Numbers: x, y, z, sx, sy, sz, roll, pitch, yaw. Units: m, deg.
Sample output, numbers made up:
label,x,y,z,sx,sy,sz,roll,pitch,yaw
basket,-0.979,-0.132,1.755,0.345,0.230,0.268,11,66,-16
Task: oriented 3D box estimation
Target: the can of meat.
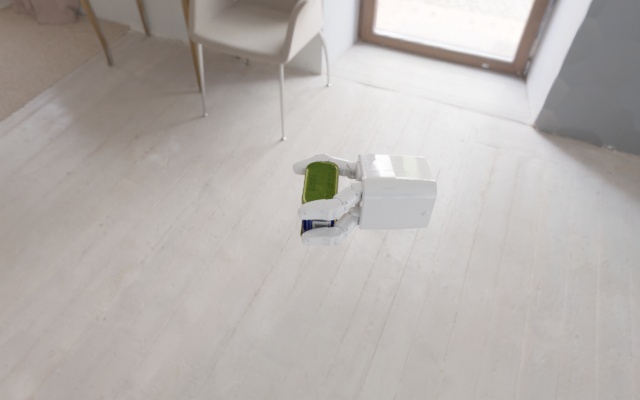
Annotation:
label,x,y,z,sx,sy,sz,roll,pitch,yaw
can of meat,0.000,0.002,0.724,0.057,0.102,0.084,4,-42,1
